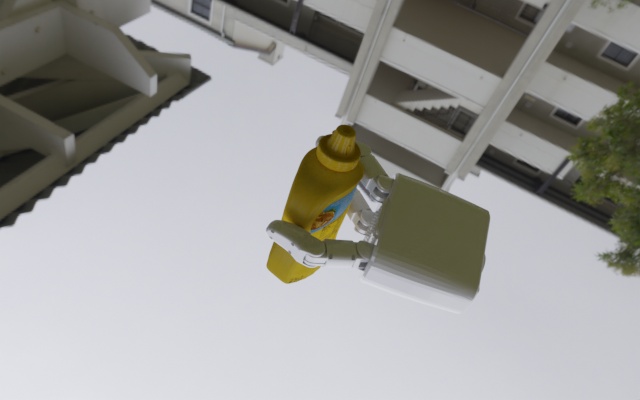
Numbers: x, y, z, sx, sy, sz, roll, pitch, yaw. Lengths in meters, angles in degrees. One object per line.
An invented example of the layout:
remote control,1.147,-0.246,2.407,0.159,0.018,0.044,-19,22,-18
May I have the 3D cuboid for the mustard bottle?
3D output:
mustard bottle,0.000,0.002,0.493,0.058,0.192,0.096,38,47,17
